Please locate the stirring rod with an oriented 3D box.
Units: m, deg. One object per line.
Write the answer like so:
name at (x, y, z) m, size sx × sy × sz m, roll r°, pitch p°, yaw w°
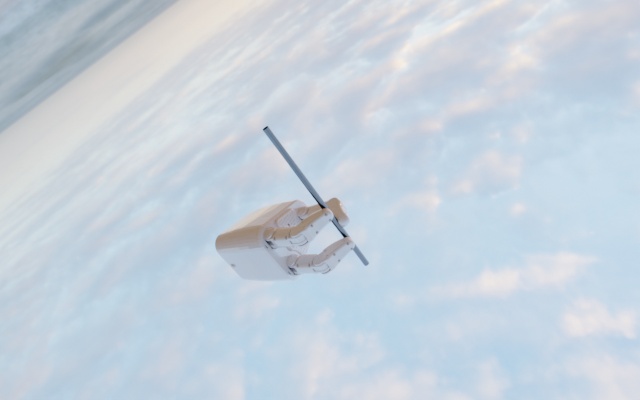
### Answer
stirring rod at (0.000, 0.002, 0.609) m, size 0.011 × 0.240 × 0.011 m, roll -28°, pitch 28°, yaw 17°
